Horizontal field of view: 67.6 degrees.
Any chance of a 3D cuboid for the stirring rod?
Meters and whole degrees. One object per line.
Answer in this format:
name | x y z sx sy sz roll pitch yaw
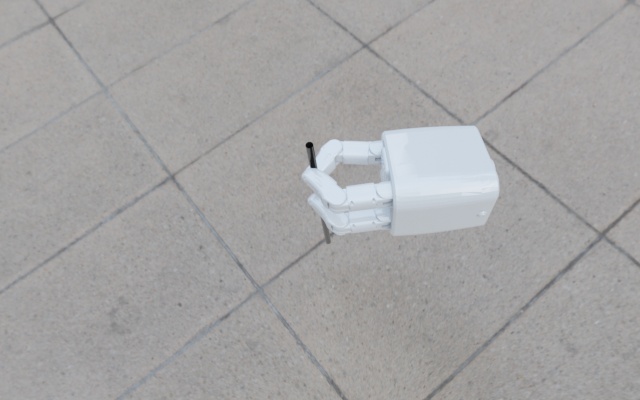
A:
stirring rod | 0.000 0.002 0.579 0.011 0.011 0.240 0 -28 6
